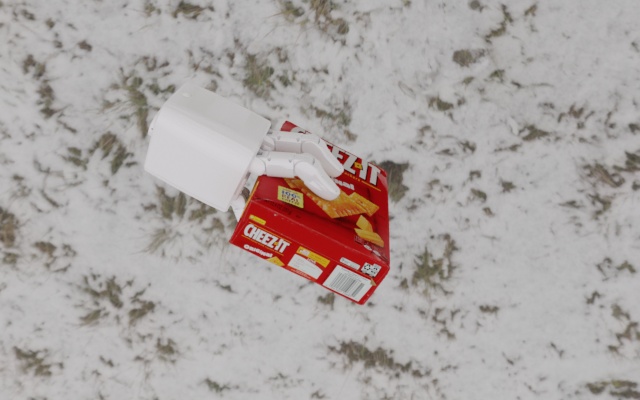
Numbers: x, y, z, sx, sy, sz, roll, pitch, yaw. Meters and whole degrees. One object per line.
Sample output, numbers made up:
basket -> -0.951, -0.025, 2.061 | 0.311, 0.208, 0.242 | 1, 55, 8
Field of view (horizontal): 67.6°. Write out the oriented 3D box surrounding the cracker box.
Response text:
cracker box -> 0.000, 0.002, 0.578 | 0.164, 0.072, 0.213 | 27, 31, -10
